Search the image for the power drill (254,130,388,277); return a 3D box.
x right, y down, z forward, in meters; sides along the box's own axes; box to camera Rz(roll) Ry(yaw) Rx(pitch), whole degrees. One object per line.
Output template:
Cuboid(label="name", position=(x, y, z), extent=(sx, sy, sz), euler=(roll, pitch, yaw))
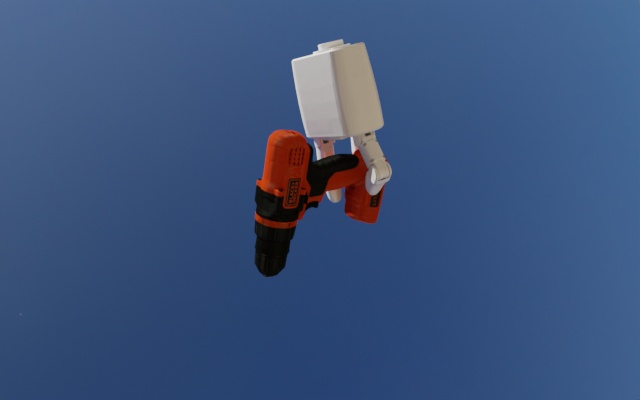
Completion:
Cuboid(label="power drill", position=(0.000, 0.002, 0.619), extent=(0.187, 0.184, 0.057), euler=(-7, 26, -43))
